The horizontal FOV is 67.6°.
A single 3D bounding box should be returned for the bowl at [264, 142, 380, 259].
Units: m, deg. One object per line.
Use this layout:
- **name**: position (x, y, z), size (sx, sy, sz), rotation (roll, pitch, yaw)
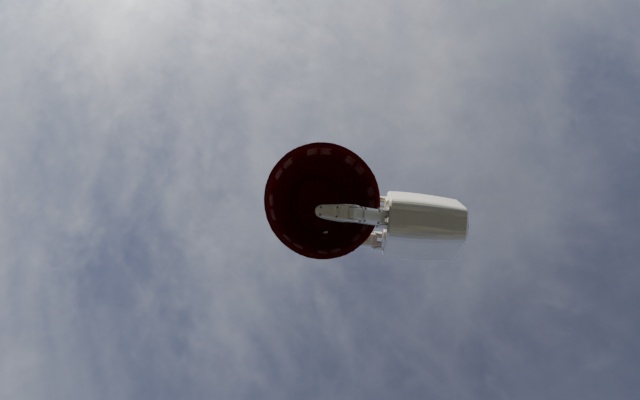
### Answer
- **bowl**: position (-0.001, 0.002, 0.677), size (0.162, 0.162, 0.055), rotation (0, -6, -8)
